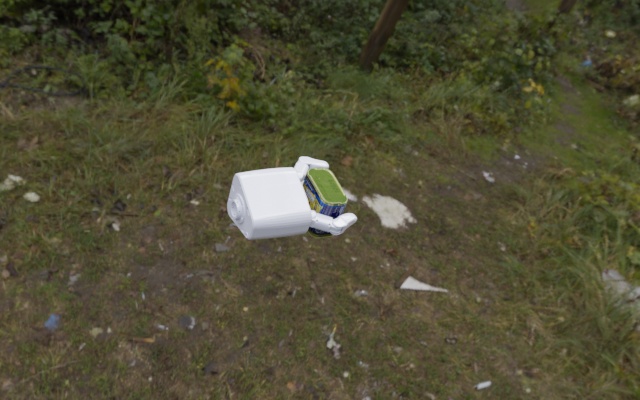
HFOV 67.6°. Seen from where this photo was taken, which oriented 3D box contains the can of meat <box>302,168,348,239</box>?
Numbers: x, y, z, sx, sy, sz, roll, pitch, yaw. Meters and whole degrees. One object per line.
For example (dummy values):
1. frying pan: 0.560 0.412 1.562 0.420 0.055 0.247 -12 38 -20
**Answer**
1. can of meat: 0.000 0.003 0.859 0.057 0.084 0.102 -4 45 -29
